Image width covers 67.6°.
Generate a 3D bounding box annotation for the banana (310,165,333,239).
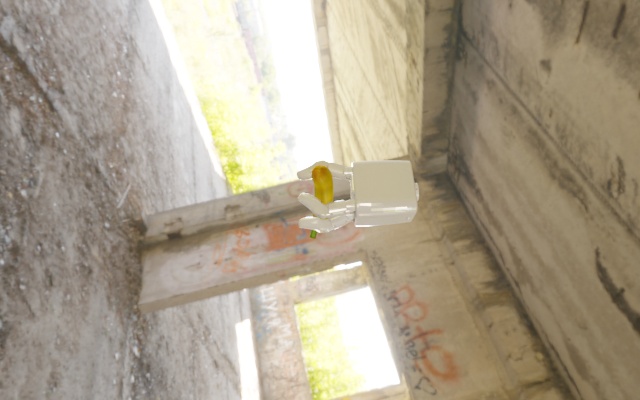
[{"bbox_3d":[0.003,-0.009,0.876,0.037,0.069,0.198,8,-39,6],"label":"banana"}]
